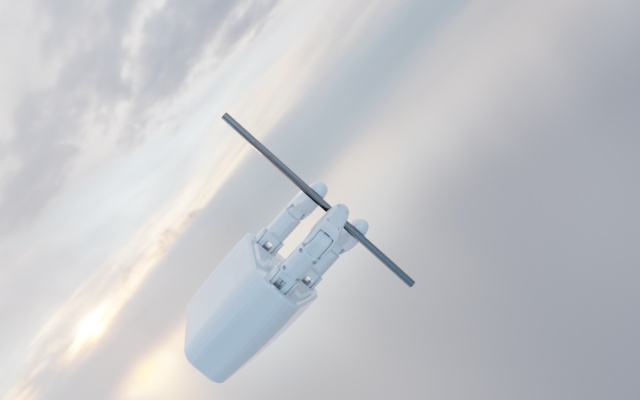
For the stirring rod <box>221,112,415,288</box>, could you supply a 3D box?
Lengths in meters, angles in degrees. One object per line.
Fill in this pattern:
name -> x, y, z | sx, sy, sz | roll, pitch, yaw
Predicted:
stirring rod -> 0.000, 0.002, 0.452 | 0.239, 0.011, 0.011 | 42, -5, -6
